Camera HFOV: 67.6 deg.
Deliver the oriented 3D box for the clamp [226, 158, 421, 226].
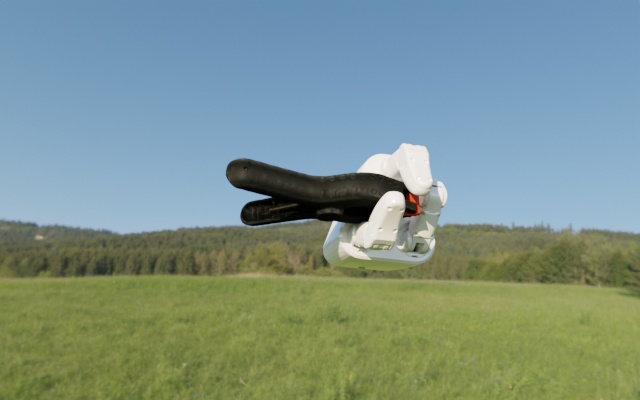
[{"bbox_3d":[0.000,0.001,0.434,0.171,0.039,0.120,7,-15,-10],"label":"clamp"}]
